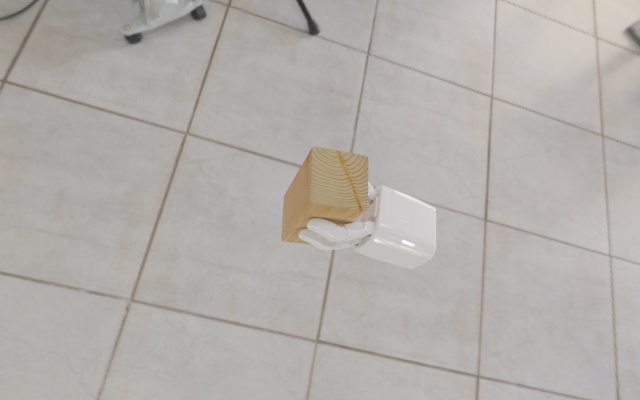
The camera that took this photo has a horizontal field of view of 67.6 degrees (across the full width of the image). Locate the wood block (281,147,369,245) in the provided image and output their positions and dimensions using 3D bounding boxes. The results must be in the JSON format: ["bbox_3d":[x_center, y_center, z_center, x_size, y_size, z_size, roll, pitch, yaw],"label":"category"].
[{"bbox_3d":[0.001,0.002,0.781,0.090,0.090,0.206,8,-22,-14],"label":"wood block"}]
